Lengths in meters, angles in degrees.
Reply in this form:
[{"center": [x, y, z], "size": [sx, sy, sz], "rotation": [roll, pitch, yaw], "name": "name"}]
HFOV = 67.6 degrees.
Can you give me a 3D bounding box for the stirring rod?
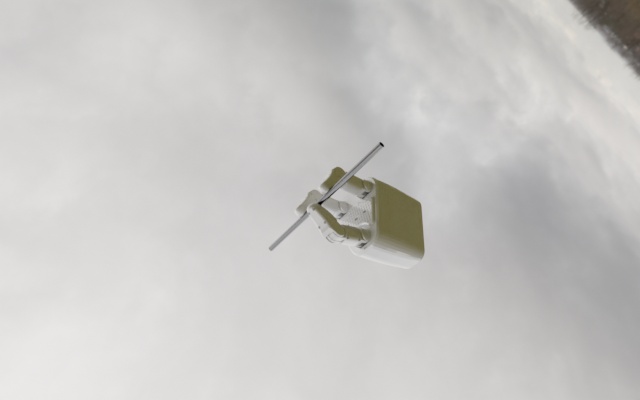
[{"center": [0.000, 0.002, 0.637], "size": [0.011, 0.011, 0.240], "rotation": [0, -35, -48], "name": "stirring rod"}]
